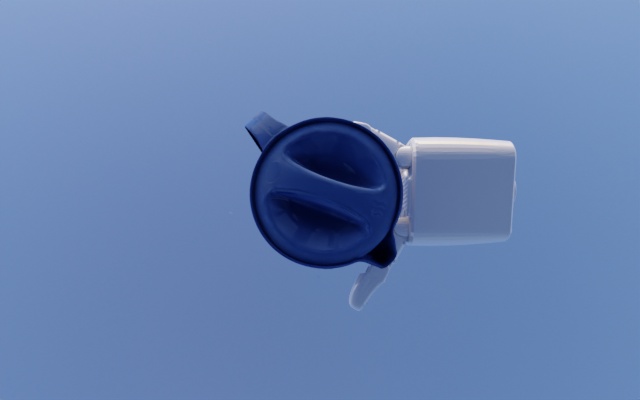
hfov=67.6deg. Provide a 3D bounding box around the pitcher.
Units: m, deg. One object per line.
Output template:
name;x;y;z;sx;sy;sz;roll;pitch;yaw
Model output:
pitcher;0.000;0.002;0.524;0.145;0.149;0.243;0;-9;1
